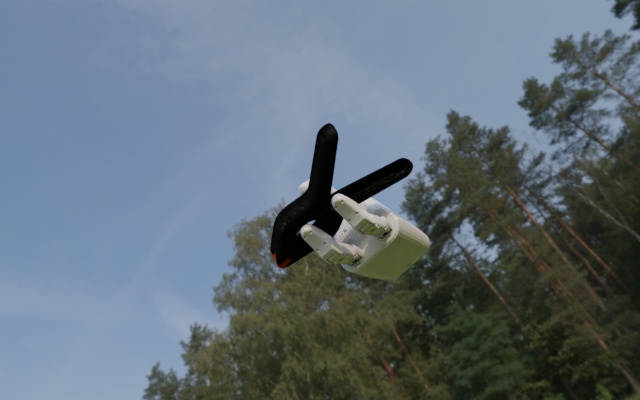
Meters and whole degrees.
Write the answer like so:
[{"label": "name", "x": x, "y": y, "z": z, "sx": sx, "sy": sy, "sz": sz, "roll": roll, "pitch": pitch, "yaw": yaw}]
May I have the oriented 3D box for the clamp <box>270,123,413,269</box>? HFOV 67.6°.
[{"label": "clamp", "x": 0.000, "y": 0.002, "z": 0.579, "sx": 0.210, "sy": 0.036, "sz": 0.164, "roll": -45, "pitch": -38, "yaw": 17}]
